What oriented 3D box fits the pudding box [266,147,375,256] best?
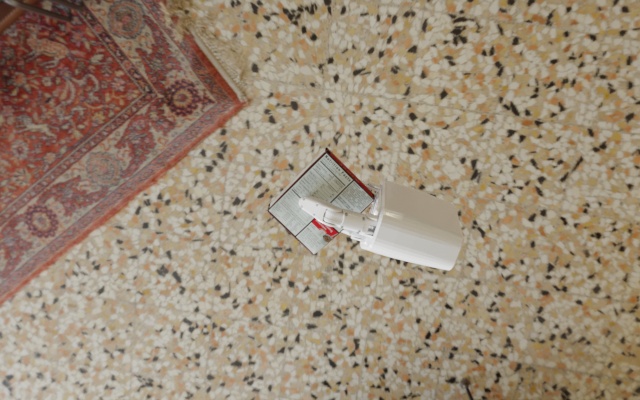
[{"bbox_3d":[0.000,0.002,0.616,0.113,0.090,0.039,-44,7,9],"label":"pudding box"}]
